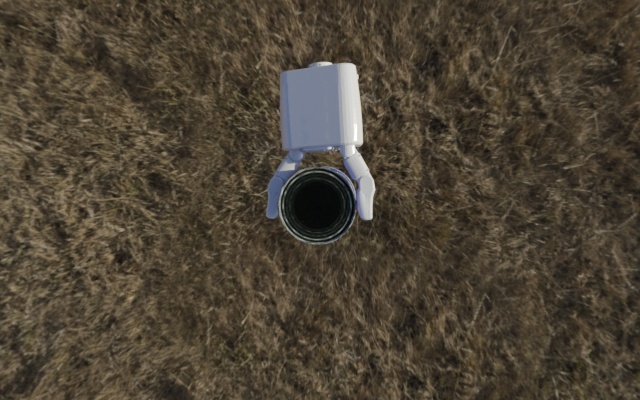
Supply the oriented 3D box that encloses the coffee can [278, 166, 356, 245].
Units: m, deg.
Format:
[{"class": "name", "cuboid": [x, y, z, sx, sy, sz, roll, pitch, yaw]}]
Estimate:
[{"class": "coffee can", "cuboid": [0.000, 0.002, 0.685, 0.103, 0.103, 0.140, 0, 4, 4]}]
